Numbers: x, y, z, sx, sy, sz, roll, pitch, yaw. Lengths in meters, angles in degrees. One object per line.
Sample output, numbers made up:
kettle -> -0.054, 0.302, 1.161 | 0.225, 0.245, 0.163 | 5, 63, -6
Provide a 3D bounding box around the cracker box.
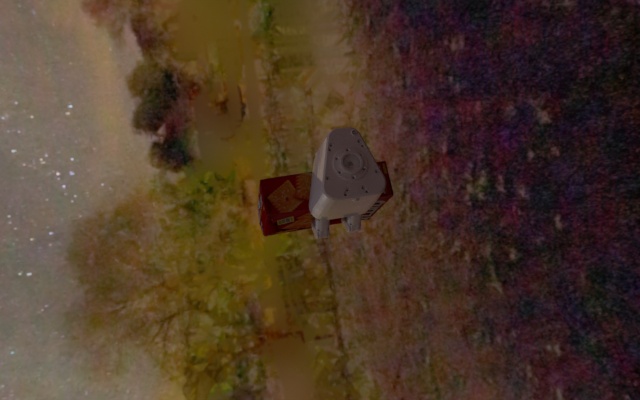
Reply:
cracker box -> 0.000, 0.003, 0.840 | 0.213, 0.072, 0.164 | -8, -14, -12
